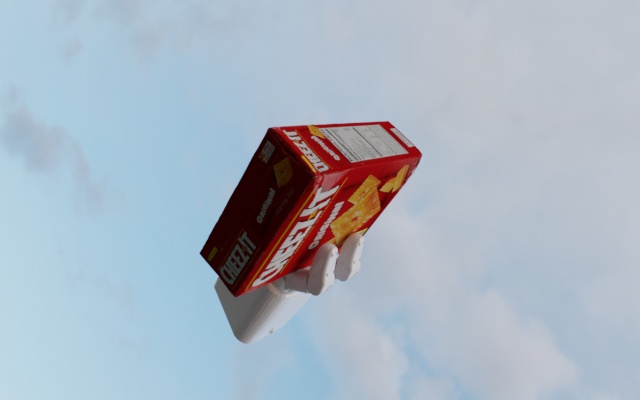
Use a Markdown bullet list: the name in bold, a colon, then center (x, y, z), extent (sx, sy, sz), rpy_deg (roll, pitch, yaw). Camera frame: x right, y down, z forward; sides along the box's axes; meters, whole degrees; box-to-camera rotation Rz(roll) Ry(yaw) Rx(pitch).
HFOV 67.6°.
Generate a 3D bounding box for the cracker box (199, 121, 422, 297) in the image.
- **cracker box**: center (0.000, 0.002, 0.511), extent (0.072, 0.164, 0.213), rpy_deg (46, 32, 20)
